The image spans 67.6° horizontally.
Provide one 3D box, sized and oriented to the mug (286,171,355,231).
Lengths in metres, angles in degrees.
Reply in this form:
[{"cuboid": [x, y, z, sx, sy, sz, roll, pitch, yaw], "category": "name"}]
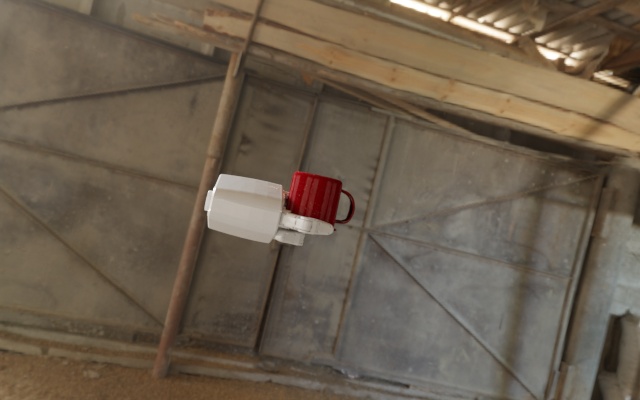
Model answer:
[{"cuboid": [0.002, 0.003, 0.772, 0.117, 0.081, 0.093, 12, 1, -10], "category": "mug"}]
